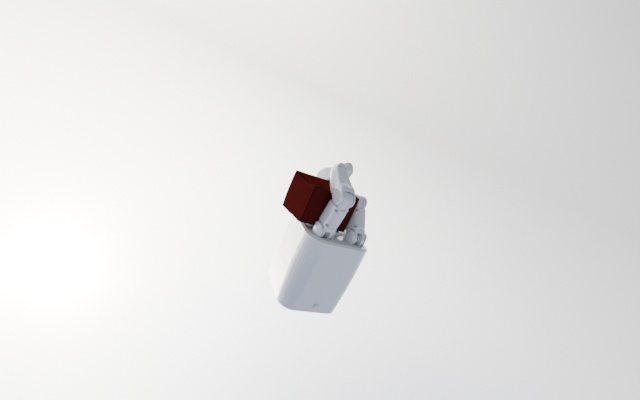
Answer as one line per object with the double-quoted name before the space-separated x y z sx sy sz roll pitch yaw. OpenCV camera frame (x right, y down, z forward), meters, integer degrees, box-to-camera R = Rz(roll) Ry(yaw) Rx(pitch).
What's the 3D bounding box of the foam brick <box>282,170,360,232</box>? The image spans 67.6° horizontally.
"foam brick" 0.000 0.002 0.622 0.078 0.051 0.053 16 16 -37
